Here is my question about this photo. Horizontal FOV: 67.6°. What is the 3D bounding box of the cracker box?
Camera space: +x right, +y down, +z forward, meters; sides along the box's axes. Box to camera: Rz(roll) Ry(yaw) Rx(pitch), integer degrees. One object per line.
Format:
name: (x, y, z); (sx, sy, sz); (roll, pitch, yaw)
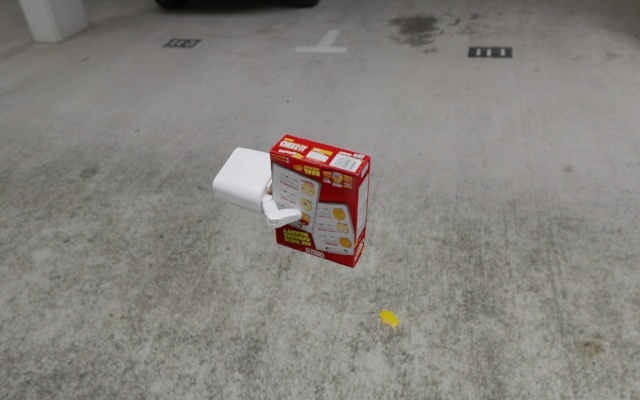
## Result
cracker box: (0.000, 0.003, 0.853); (0.164, 0.214, 0.072); (16, 42, 20)
